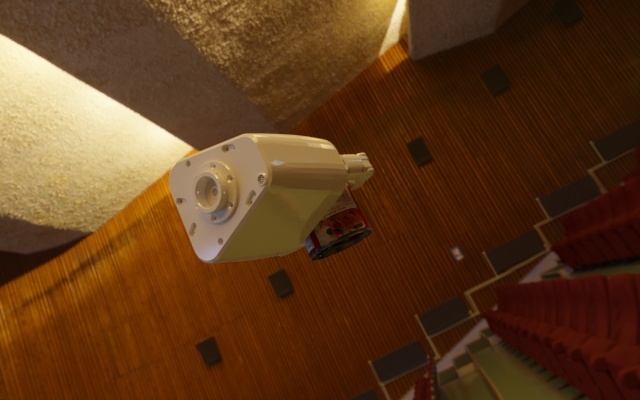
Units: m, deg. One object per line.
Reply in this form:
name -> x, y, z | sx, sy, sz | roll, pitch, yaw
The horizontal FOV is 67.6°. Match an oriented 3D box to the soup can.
soup can -> 0.000, 0.001, 0.492 | 0.068, 0.102, 0.068 | -24, -14, -7
